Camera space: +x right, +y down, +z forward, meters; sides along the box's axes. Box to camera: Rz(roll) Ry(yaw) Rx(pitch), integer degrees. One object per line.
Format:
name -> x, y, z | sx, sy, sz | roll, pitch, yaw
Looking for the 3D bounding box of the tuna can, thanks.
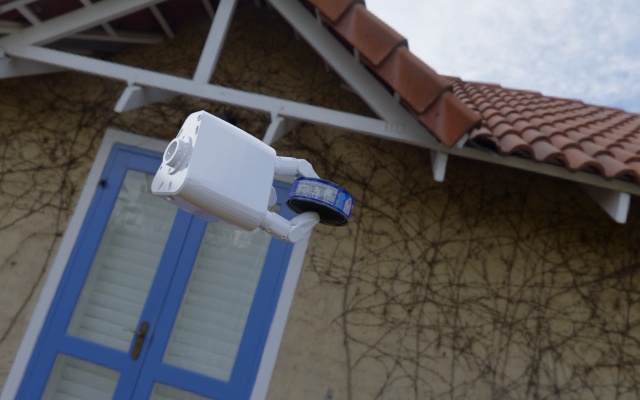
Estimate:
tuna can -> 0.000, 0.002, 0.627 | 0.086, 0.033, 0.086 | 17, -18, 6
